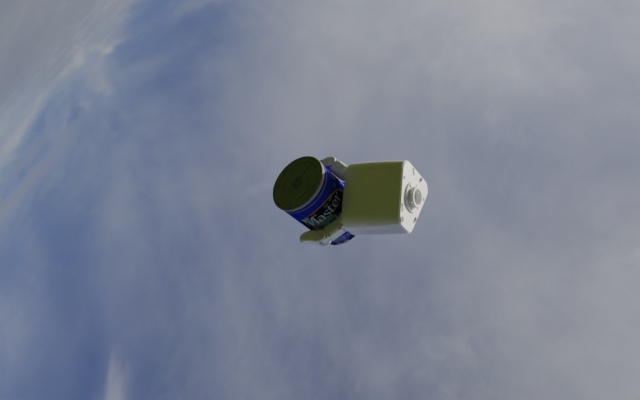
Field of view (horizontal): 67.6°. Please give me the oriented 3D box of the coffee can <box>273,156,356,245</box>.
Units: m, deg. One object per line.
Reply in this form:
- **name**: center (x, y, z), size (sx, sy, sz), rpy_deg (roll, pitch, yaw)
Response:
- **coffee can**: center (0.000, 0.003, 0.830), size (0.103, 0.102, 0.140), rpy_deg (0, -28, 39)
